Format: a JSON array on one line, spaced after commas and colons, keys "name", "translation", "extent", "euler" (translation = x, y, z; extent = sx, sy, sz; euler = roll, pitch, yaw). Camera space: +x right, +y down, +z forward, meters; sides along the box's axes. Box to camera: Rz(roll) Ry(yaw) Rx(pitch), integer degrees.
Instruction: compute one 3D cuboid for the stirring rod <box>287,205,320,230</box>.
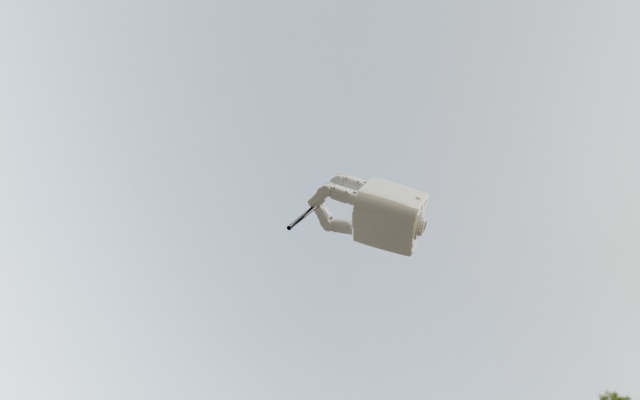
[{"name": "stirring rod", "translation": [0.000, 0.003, 0.865], "extent": [0.011, 0.011, 0.239], "euler": [0, 20, 27]}]
